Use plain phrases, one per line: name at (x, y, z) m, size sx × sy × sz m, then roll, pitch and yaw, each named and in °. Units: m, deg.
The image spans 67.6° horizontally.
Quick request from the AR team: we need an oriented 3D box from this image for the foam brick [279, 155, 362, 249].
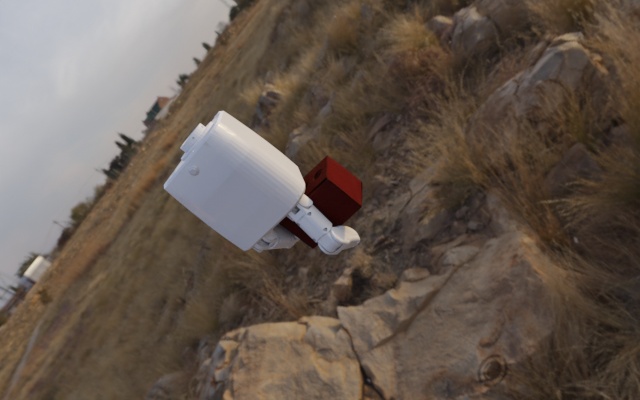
foam brick at (0.000, 0.001, 0.509) m, size 0.051 × 0.078 × 0.053 m, roll 39°, pitch 25°, yaw -18°
